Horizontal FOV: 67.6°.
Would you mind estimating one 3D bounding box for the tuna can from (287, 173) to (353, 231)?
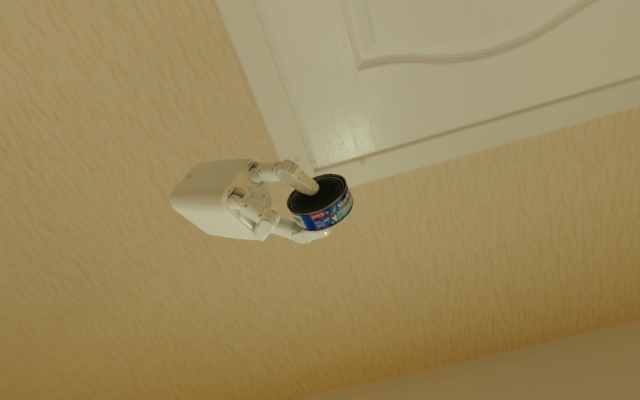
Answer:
[{"bbox_3d":[0.000,0.003,0.644,0.086,0.034,0.086,-18,32,12],"label":"tuna can"}]
